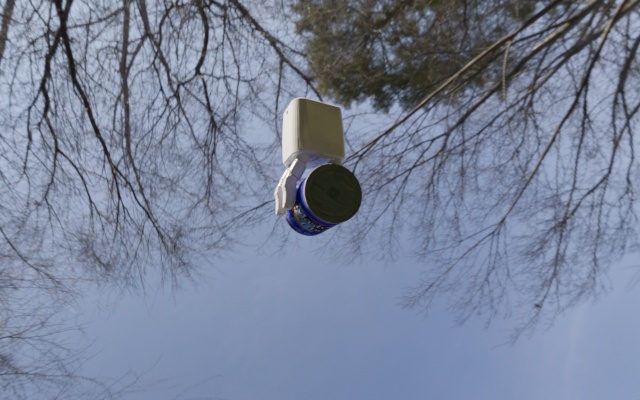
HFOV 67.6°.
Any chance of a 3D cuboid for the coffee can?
[{"bbox_3d":[0.000,0.003,0.857,0.103,0.102,0.140,0,-13,-19],"label":"coffee can"}]
